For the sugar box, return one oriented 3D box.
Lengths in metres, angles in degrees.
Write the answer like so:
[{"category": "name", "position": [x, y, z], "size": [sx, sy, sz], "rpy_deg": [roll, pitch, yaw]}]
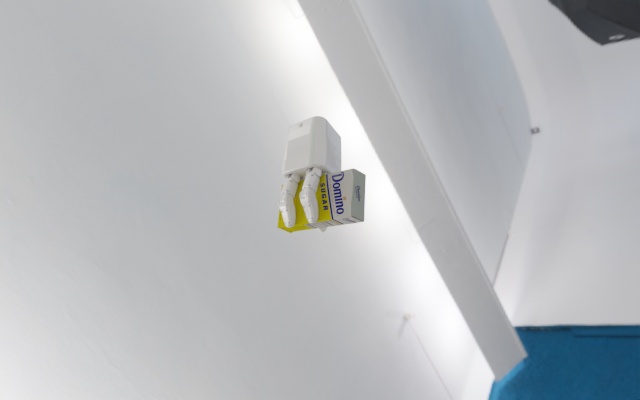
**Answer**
[{"category": "sugar box", "position": [0.000, 0.003, 0.888], "size": [0.176, 0.093, 0.048], "rpy_deg": [-13, -25, 39]}]
